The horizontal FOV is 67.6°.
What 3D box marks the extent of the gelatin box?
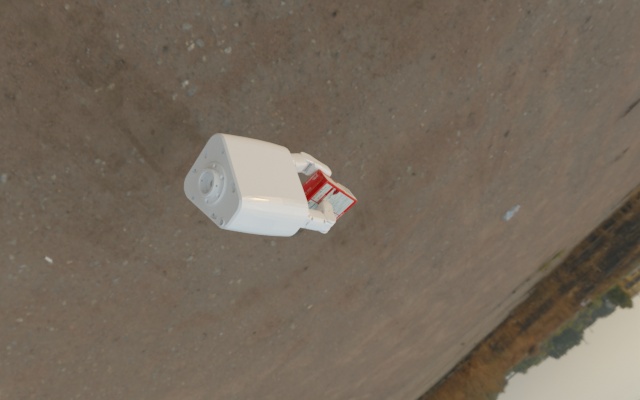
[{"bbox_3d":[0.001,0.003,0.689,0.089,0.073,0.030,31,20,-51],"label":"gelatin box"}]
